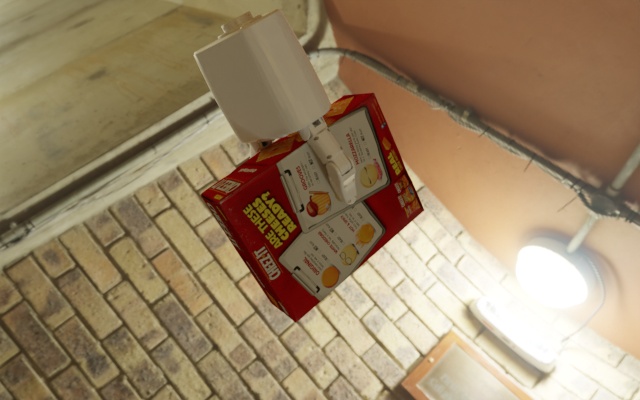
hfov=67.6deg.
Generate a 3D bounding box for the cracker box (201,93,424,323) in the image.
[{"bbox_3d":[0.000,0.002,0.544,0.213,0.164,0.072,-38,25,-21],"label":"cracker box"}]
